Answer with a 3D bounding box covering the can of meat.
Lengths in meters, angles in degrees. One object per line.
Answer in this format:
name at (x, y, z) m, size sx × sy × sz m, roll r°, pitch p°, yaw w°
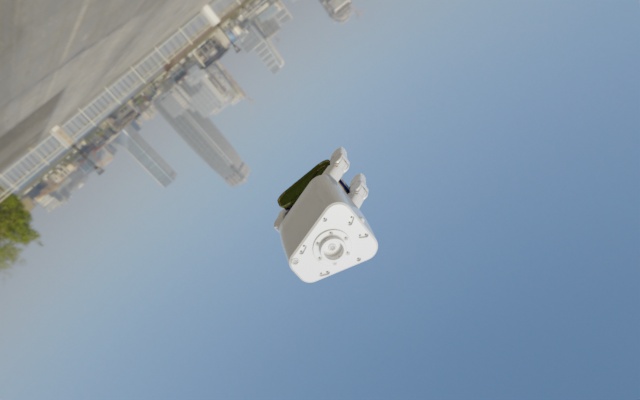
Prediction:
can of meat at (0.000, 0.003, 0.733) m, size 0.102 × 0.084 × 0.057 m, roll -39°, pitch 21°, yaw 1°
